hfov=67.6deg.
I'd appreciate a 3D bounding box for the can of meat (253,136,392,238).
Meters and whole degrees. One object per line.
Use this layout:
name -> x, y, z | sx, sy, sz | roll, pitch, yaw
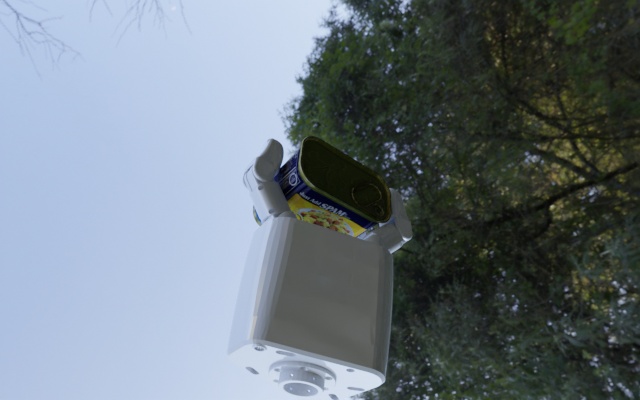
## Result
can of meat -> 0.000, 0.002, 0.443 | 0.102, 0.057, 0.084 | 28, -45, -25
